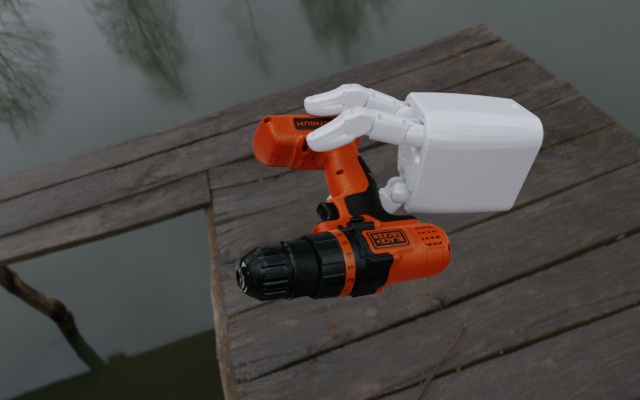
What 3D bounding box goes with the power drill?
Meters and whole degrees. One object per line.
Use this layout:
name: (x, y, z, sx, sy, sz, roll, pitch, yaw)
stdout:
power drill: (0.000, 0.001, 0.422, 0.184, 0.187, 0.057, -3, -42, -27)
